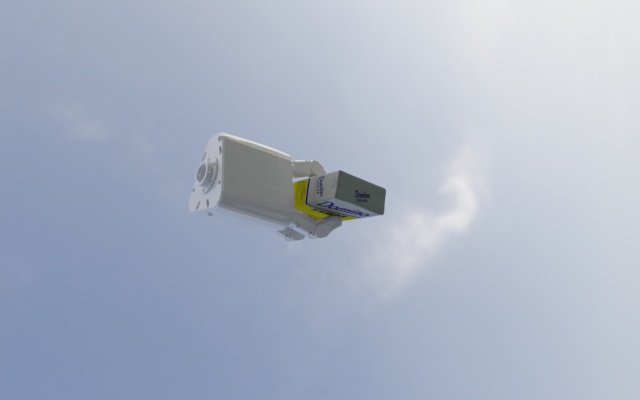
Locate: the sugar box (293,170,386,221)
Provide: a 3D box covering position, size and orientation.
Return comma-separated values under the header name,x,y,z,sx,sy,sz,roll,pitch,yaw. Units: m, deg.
name,x,y,z,sx,sy,sz,roll,pitch,yaw
sugar box,0.000,0.003,0.701,0.093,0.048,0.176,19,-17,-36
